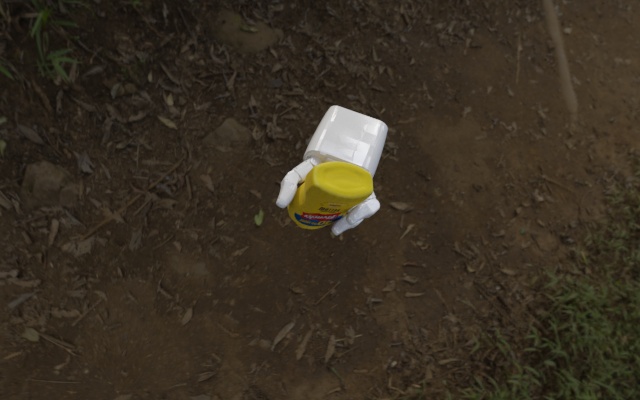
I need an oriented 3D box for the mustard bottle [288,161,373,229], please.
[{"bbox_3d":[0.000,0.003,0.757,0.096,0.058,0.192,5,-22,-21],"label":"mustard bottle"}]
